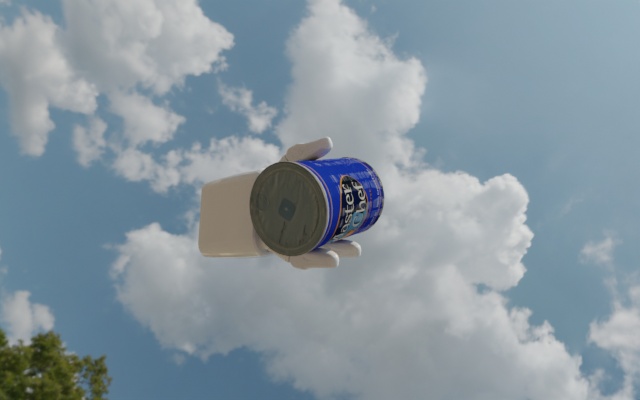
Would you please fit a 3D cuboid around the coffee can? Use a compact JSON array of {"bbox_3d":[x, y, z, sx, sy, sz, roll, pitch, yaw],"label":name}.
[{"bbox_3d":[0.000,0.002,0.568,0.103,0.103,0.140,0,6,33],"label":"coffee can"}]
